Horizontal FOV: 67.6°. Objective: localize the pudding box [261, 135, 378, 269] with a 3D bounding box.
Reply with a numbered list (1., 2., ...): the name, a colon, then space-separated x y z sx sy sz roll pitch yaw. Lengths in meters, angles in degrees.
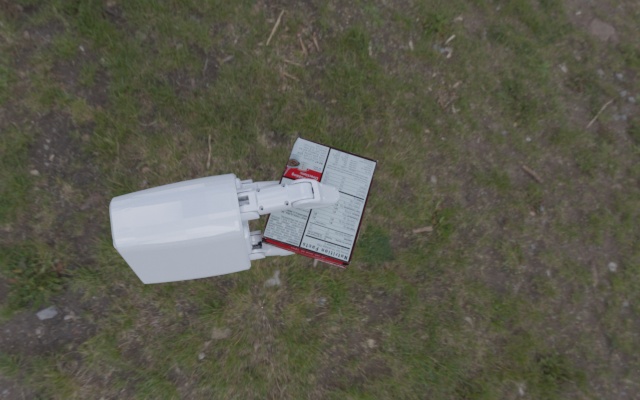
1. pudding box: 0.000 0.002 0.477 0.090 0.113 0.039 18 -13 -1
